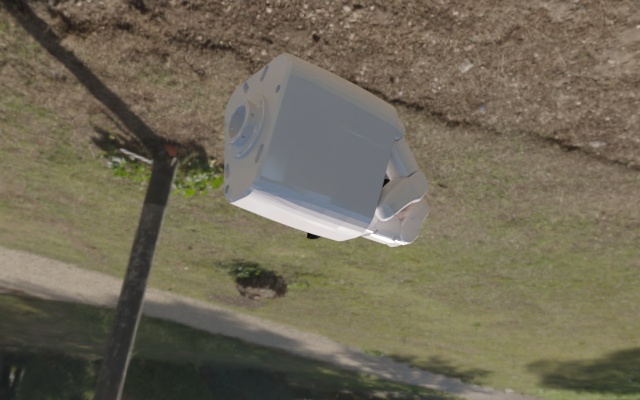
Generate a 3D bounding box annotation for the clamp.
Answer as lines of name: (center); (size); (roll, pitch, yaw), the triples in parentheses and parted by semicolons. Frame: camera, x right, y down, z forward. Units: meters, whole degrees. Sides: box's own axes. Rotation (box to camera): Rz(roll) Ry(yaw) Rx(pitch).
clamp: (0.000, 0.002, 0.471); (0.120, 0.039, 0.171); (20, -25, -35)
